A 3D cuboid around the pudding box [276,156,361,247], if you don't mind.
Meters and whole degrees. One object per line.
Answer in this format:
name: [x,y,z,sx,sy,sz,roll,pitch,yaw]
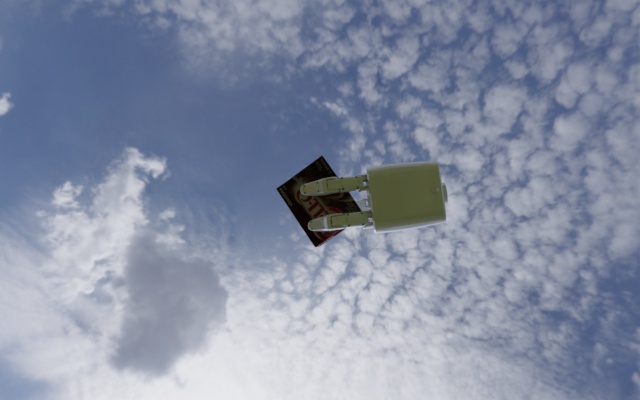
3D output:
pudding box: [0.000,0.002,0.740,0.090,0.113,0.039,-35,-11,5]
